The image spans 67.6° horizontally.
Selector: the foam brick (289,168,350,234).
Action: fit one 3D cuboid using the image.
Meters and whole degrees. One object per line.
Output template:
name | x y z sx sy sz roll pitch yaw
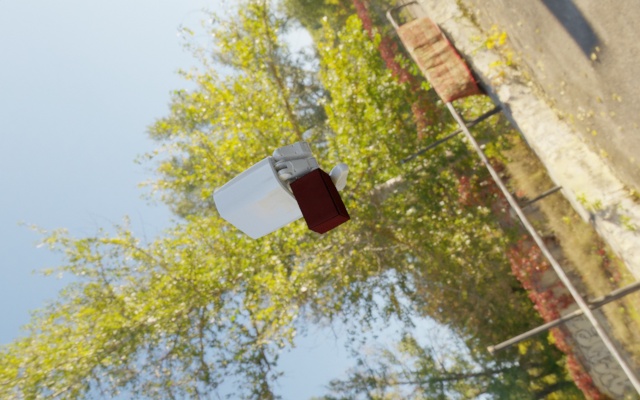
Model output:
foam brick | 0.000 0.002 0.690 0.051 0.078 0.053 -29 -20 13
